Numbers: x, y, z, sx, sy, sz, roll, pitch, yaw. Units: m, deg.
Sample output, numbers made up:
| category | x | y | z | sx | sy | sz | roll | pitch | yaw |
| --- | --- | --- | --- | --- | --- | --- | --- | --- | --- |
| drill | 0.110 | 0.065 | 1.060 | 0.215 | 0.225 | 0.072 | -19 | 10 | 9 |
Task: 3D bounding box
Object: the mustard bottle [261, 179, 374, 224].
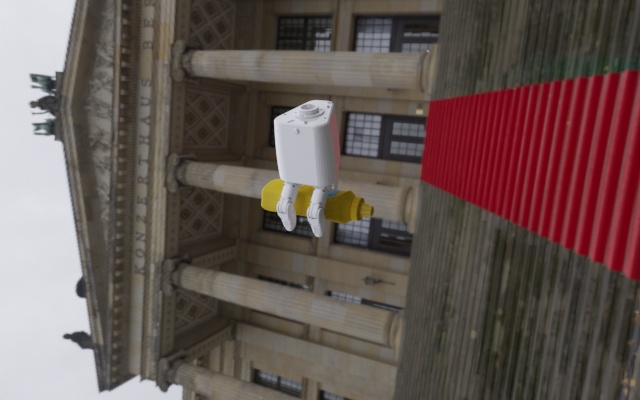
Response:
| category | x | y | z | sx | sy | sz | roll | pitch | yaw |
| --- | --- | --- | --- | --- | --- | --- | --- | --- | --- |
| mustard bottle | 0.000 | 0.003 | 0.835 | 0.191 | 0.058 | 0.096 | 9 | 11 | 22 |
